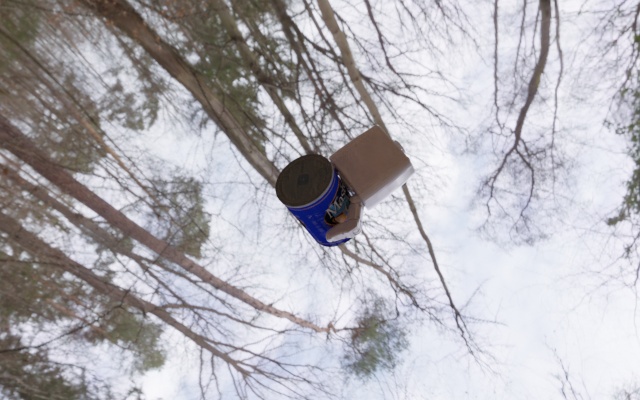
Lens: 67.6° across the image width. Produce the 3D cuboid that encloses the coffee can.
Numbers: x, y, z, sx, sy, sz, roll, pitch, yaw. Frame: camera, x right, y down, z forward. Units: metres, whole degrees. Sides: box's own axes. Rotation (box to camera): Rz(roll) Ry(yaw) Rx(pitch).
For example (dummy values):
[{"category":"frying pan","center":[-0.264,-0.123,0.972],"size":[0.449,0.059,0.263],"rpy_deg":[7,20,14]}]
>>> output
[{"category":"coffee can","center":[0.000,0.003,0.819],"size":[0.103,0.102,0.140],"rpy_deg":[0,-32,29]}]
